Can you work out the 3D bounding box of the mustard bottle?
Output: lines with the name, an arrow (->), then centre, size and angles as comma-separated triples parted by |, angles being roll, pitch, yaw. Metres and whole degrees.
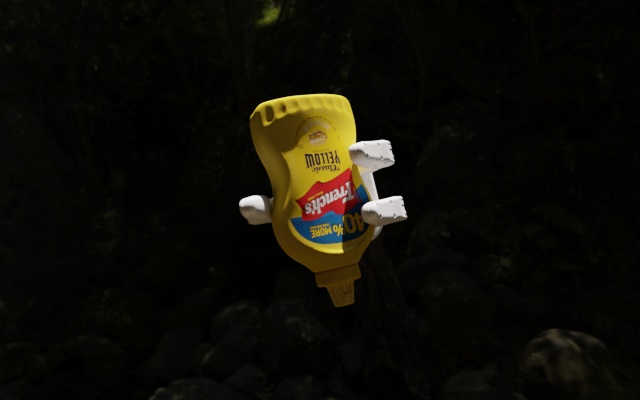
mustard bottle -> 0.000, 0.001, 0.441 | 0.096, 0.191, 0.058 | -10, -8, -25
